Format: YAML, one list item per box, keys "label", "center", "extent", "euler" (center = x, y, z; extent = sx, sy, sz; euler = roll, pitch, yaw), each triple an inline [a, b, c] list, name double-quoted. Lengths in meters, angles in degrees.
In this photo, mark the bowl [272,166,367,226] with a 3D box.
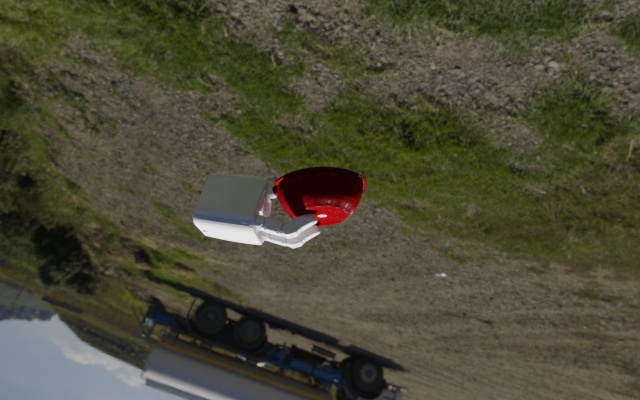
- label: "bowl"
  center: [0.001, 0.003, 0.803]
  extent: [0.162, 0.055, 0.162]
  euler: [-3, -23, -1]
